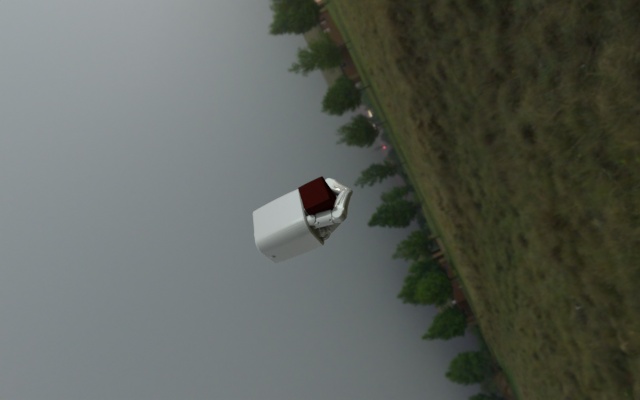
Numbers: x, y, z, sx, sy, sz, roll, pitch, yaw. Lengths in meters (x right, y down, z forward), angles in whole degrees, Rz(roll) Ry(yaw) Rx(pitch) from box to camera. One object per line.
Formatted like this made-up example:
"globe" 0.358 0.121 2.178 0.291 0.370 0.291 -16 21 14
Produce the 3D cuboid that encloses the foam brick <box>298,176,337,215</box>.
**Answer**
"foam brick" 0.000 0.003 0.881 0.051 0.053 0.078 -23 -33 9
